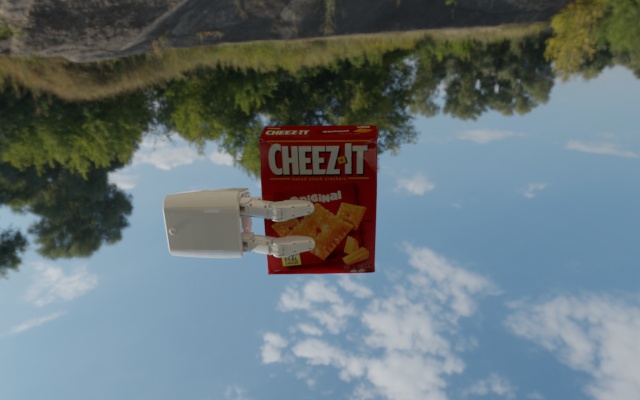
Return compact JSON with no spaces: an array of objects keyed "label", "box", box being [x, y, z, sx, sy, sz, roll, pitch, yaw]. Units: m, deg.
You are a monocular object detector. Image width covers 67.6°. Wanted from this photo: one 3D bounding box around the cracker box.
[{"label":"cracker box","box":[0.000,0.002,0.699,0.164,0.214,0.072,0,22,2]}]
